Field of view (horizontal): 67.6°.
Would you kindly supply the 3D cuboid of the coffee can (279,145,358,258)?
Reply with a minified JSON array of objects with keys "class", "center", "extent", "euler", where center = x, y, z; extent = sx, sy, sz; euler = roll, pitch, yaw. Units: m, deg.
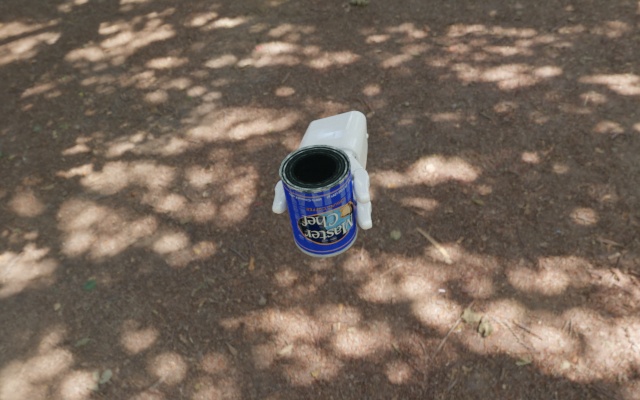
[{"class":"coffee can","center":[0.000,0.003,0.718],"extent":[0.103,0.140,0.102],"euler":[-5,44,5]}]
